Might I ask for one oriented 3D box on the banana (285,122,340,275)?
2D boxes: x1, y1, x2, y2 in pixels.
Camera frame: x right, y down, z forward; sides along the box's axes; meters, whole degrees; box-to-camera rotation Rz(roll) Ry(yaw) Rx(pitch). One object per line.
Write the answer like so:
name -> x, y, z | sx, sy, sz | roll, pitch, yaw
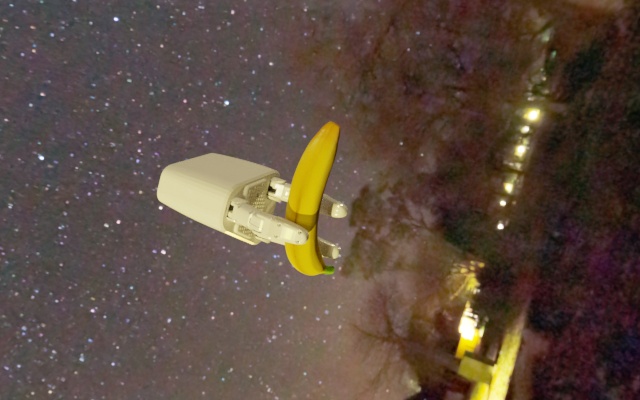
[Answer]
banana -> -0.011, 0.012, 0.532 | 0.037, 0.198, 0.069 | 21, 34, 29
